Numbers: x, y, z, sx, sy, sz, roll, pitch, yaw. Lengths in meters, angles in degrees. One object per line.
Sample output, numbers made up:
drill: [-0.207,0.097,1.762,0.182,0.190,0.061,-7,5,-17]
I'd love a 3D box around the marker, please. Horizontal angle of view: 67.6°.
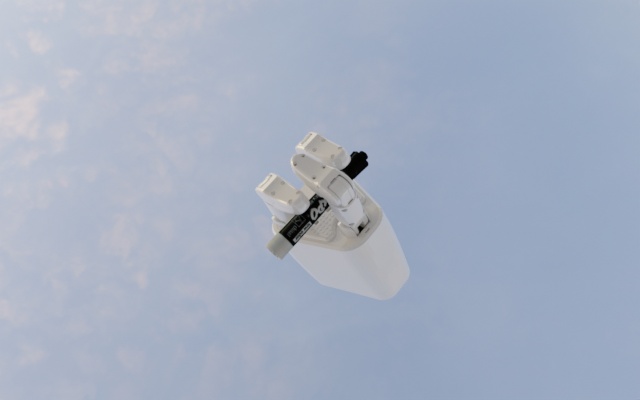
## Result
marker: [0.000,0.001,0.416,0.020,0.121,0.020,40,-14,12]
